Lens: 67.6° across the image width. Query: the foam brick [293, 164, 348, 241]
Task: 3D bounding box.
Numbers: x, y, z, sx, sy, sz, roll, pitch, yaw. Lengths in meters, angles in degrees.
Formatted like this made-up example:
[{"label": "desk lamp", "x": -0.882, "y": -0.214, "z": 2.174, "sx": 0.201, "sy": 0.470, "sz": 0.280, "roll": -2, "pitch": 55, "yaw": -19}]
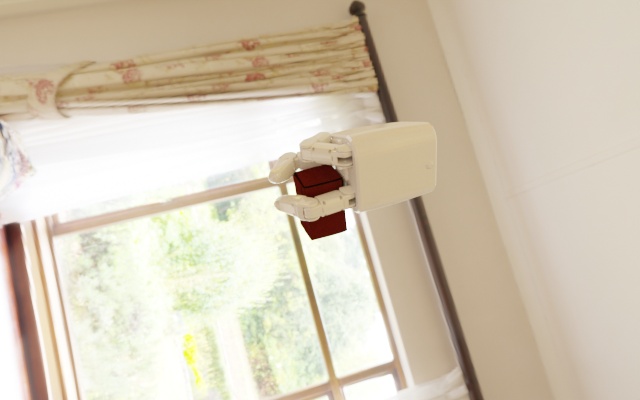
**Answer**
[{"label": "foam brick", "x": 0.000, "y": 0.002, "z": 0.608, "sx": 0.051, "sy": 0.078, "sz": 0.053, "roll": -14, "pitch": 30, "yaw": -13}]
